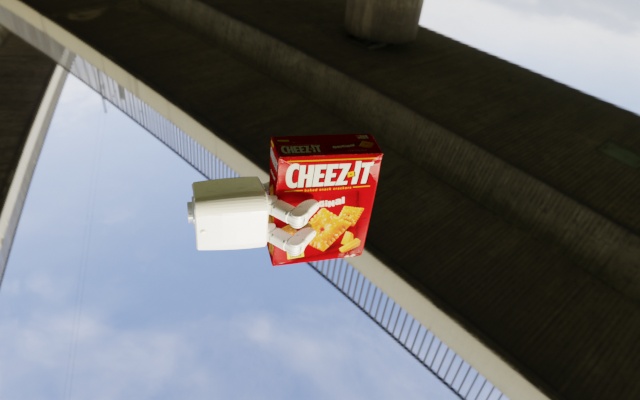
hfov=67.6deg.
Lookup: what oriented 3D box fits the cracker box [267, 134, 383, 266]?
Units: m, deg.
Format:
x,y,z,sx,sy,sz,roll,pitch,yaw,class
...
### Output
x,y,z,sx,sy,sz,roll,pitch,yaw,class
0.000,0.003,0.776,0.164,0.214,0.072,-4,38,-16,cracker box
